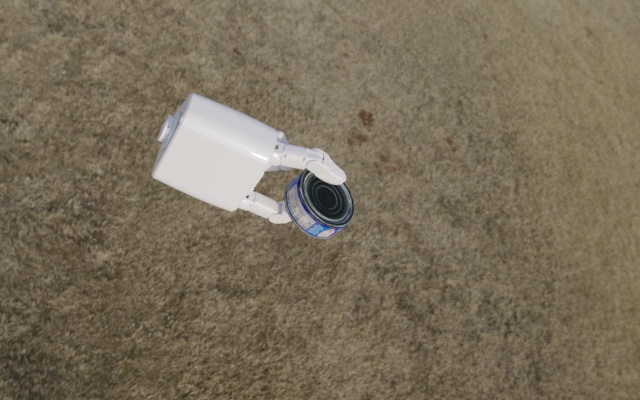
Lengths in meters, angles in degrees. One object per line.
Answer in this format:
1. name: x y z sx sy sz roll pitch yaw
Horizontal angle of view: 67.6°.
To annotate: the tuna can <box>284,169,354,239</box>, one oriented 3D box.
1. tuna can: 0.000 0.002 0.587 0.086 0.086 0.034 0 -27 -42
